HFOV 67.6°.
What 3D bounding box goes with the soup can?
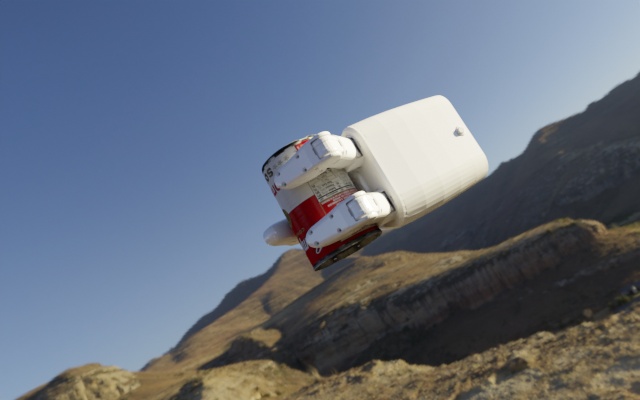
[{"bbox_3d":[-0.001,0.001,0.422,0.068,0.102,0.068,-28,-12,-7],"label":"soup can"}]
